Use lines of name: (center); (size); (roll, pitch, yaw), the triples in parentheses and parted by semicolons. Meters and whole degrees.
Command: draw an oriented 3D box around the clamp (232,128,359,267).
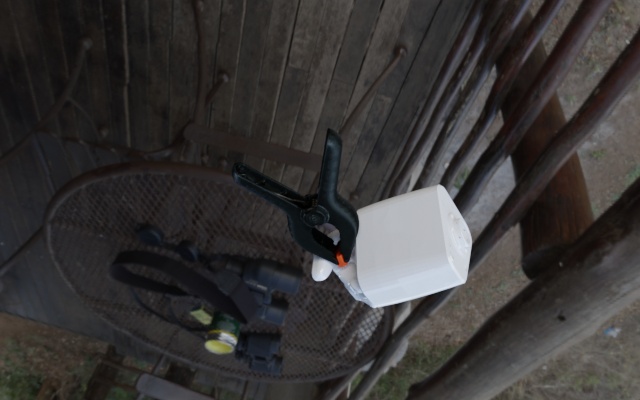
clamp: (0.000, 0.002, 0.513); (0.120, 0.039, 0.171); (-22, -54, 27)
